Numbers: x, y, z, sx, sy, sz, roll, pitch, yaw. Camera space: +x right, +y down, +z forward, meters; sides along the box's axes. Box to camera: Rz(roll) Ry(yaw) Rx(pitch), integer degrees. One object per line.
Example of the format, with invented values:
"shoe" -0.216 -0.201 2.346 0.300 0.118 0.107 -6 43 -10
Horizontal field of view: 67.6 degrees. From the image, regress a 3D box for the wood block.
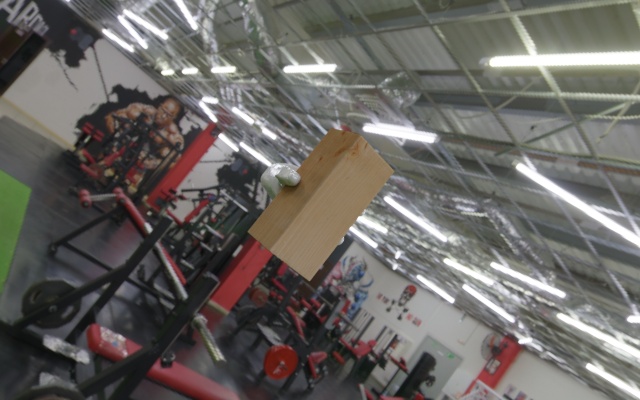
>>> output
"wood block" 0.000 0.002 0.714 0.091 0.206 0.090 42 -7 -31
